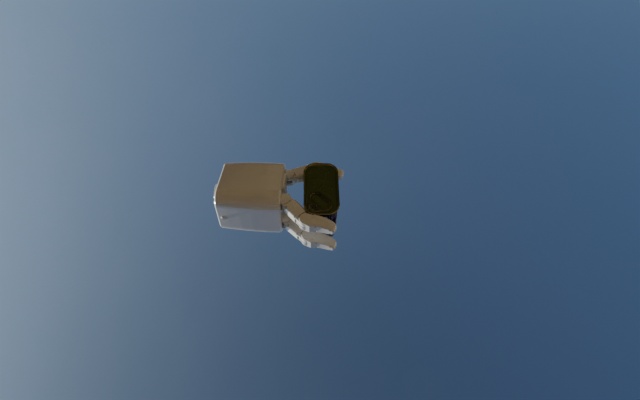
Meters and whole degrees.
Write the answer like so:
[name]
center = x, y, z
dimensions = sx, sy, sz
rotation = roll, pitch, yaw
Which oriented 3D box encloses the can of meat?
[can of meat]
center = 0.000, 0.003, 0.802
dimensions = 0.057, 0.102, 0.084
rotation = 0, -35, -2
